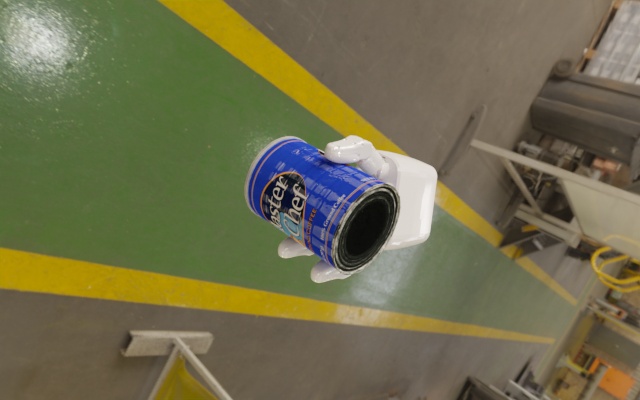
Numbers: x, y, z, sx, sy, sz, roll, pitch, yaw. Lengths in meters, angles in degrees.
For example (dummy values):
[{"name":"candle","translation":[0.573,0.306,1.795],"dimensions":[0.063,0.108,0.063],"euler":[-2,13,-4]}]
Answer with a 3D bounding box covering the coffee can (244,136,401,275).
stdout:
[{"name":"coffee can","translation":[0.000,0.002,0.520],"dimensions":[0.140,0.103,0.103],"euler":[31,19,36]}]
